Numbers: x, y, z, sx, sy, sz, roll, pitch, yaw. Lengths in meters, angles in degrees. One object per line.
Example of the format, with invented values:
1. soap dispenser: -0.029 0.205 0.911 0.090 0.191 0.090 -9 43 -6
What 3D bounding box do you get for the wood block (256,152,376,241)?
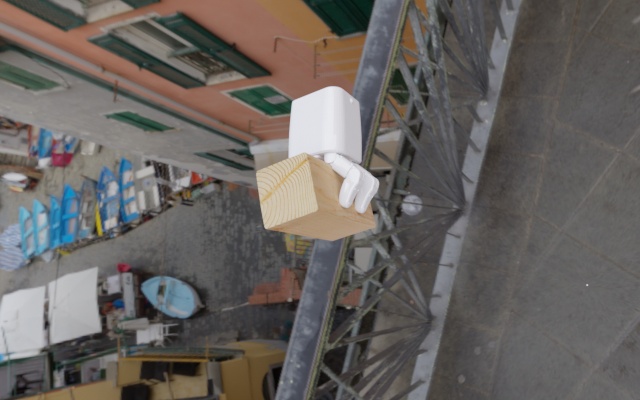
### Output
1. wood block: 0.000 0.002 0.754 0.091 0.090 0.206 -19 -18 25
